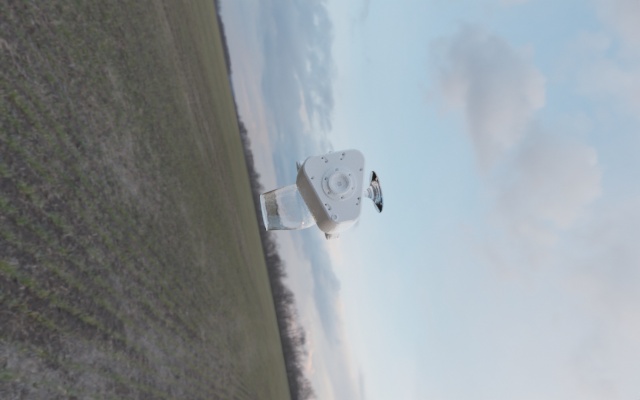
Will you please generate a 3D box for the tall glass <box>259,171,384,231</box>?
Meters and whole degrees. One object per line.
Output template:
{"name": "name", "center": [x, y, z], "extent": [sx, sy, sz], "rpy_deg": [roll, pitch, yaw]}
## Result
{"name": "tall glass", "center": [0.001, 0.003, 0.810], "extent": [0.201, 0.079, 0.079], "rpy_deg": [-10, 1, -8]}
